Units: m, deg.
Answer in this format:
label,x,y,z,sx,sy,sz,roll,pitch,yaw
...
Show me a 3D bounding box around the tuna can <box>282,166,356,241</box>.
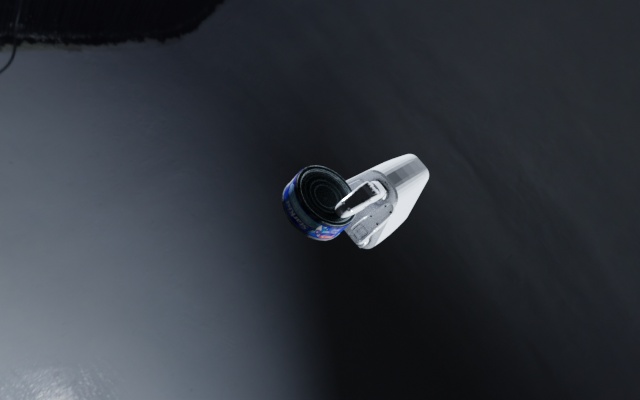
label,x,y,z,sx,sy,sz,roll,pitch,yaw
tuna can,0.000,0.002,0.561,0.086,0.086,0.034,0,-31,-37
